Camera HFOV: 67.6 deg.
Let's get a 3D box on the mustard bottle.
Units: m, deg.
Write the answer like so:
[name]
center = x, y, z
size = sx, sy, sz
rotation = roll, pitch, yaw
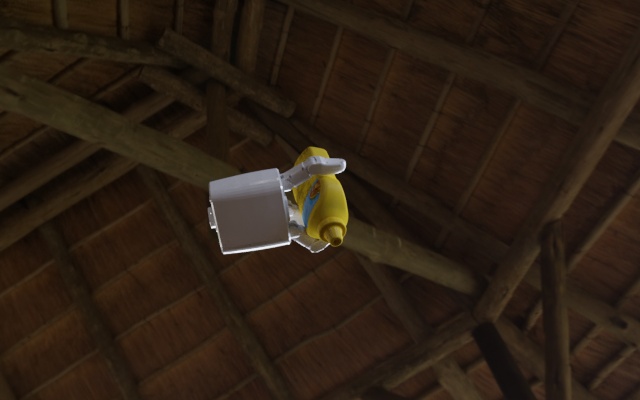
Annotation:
[mustard bottle]
center = 0.000, 0.002, 0.740
size = 0.058, 0.096, 0.191
rotation = 10, 32, -22
